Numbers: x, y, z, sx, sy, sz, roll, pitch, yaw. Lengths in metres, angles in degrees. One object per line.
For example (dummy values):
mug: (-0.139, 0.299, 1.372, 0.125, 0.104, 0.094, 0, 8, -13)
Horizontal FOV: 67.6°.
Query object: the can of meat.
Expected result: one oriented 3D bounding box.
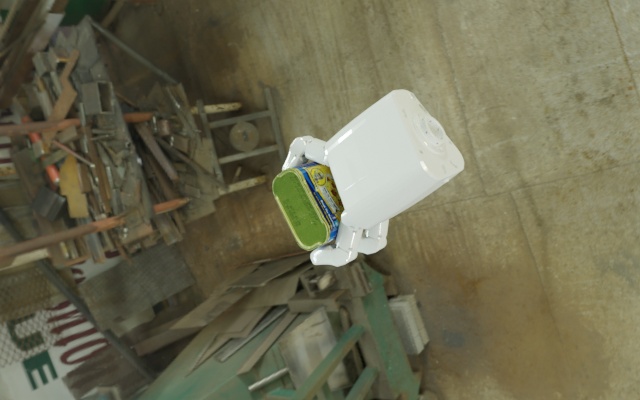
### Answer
can of meat: (0.000, 0.002, 0.572, 0.057, 0.102, 0.084, -34, -9, 39)
